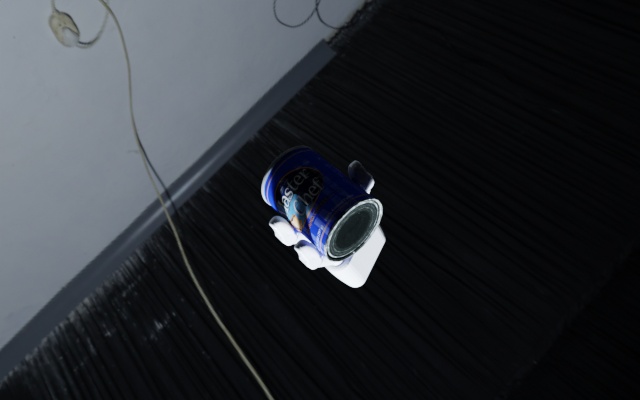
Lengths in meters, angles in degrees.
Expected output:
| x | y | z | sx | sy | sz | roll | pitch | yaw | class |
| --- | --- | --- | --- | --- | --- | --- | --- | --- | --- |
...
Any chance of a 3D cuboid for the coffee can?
| x | y | z | sx | sy | sz | roll | pitch | yaw | class |
| --- | --- | --- | --- | --- | --- | --- | --- | --- | --- |
| 0.000 | 0.002 | 0.661 | 0.140 | 0.103 | 0.103 | 40 | 24 | 32 | coffee can |
